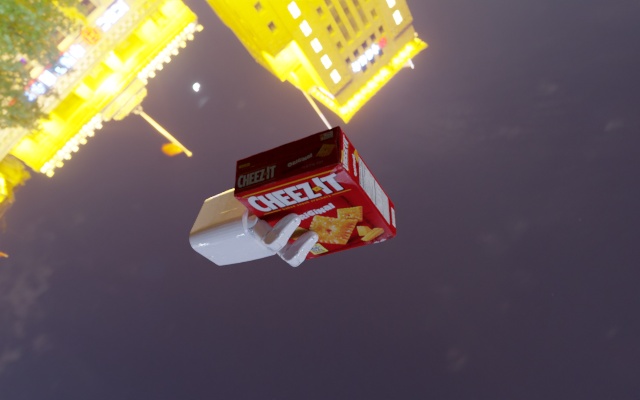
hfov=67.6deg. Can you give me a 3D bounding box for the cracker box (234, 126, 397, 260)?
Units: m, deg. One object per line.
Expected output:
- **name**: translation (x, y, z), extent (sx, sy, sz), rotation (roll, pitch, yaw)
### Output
- **cracker box**: translation (0.000, 0.002, 0.707), extent (0.164, 0.072, 0.214), rotation (-16, -36, 21)
